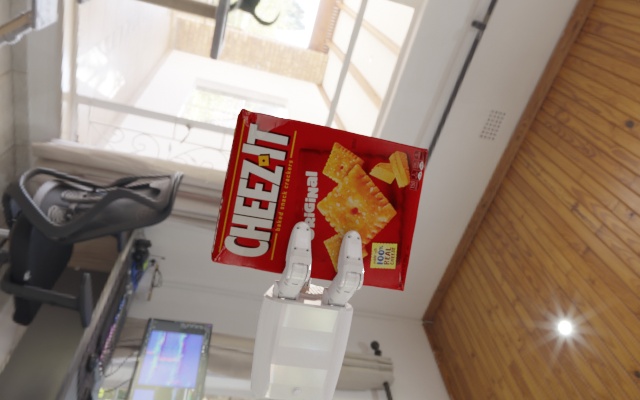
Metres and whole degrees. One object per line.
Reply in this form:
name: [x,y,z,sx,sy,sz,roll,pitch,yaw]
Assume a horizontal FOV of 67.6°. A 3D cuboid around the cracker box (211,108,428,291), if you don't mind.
cracker box: [0.000,0.002,0.531,0.214,0.164,0.072,11,1,-13]
